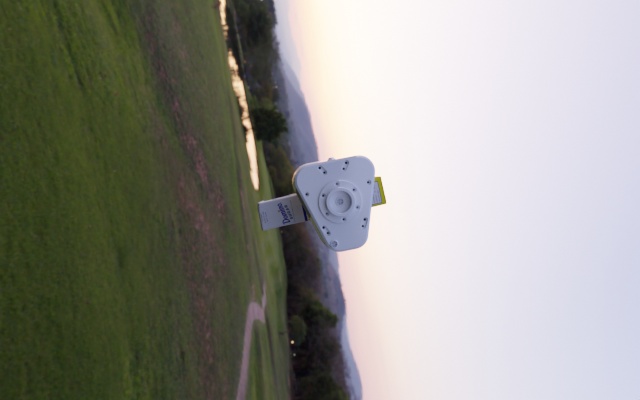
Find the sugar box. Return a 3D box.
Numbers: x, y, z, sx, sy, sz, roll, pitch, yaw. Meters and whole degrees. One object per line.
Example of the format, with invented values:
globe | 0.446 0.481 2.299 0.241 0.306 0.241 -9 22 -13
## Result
sugar box | 0.000 0.002 0.695 0.176 0.048 0.093 -10 2 -2
